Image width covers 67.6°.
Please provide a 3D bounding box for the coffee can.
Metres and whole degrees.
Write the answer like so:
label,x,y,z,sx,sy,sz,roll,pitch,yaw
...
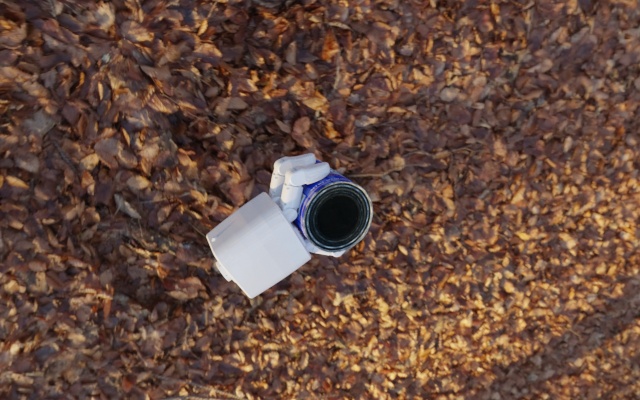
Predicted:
label,x,y,z,sx,sy,sz,roll,pitch,yaw
coffee can,0.000,0.002,0.702,0.103,0.103,0.140,0,17,-22
